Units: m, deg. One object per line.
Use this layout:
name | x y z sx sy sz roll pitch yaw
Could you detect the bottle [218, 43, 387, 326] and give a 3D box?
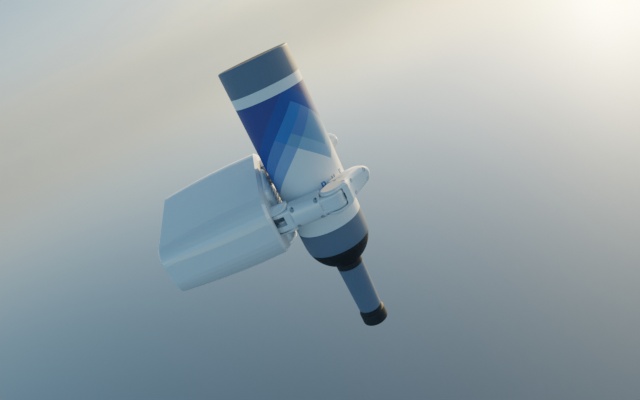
bottle | 0.000 0.001 0.465 0.069 0.296 0.069 -22 20 9
